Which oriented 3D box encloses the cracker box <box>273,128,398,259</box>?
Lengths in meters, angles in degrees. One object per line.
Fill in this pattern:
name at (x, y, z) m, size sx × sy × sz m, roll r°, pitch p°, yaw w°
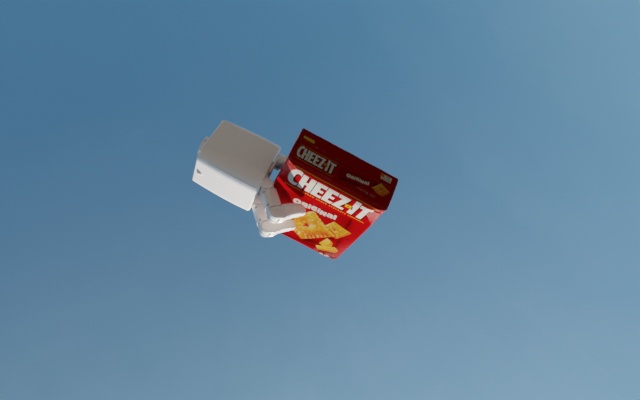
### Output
cracker box at (0.000, 0.002, 0.775) m, size 0.164 × 0.072 × 0.214 m, roll 27°, pitch -33°, yaw -6°
